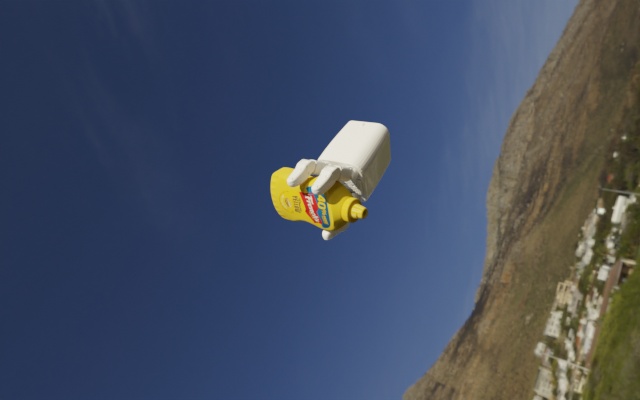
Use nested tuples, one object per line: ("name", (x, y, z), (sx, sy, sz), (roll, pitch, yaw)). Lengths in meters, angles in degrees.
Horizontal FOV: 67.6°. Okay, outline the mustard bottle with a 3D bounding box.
("mustard bottle", (0.000, 0.003, 0.821), (0.191, 0.096, 0.058), (14, 34, 39))
